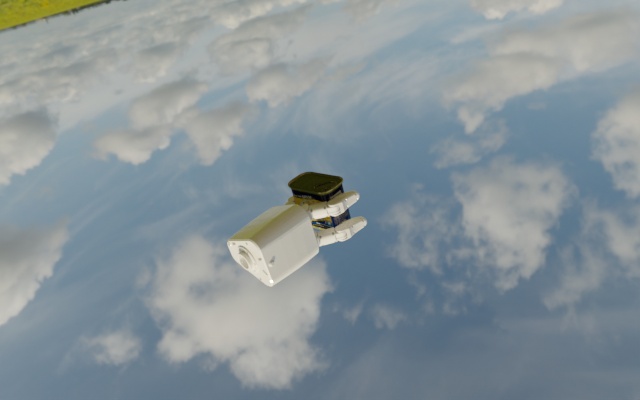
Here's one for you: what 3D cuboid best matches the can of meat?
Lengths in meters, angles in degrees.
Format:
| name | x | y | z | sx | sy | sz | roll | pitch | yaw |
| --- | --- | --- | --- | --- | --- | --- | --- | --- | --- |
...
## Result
| name | x | y | z | sx | sy | sz | roll | pitch | yaw |
| --- | --- | --- | --- | --- | --- | --- | --- | --- | --- |
| can of meat | 0.000 | 0.003 | 0.839 | 0.102 | 0.084 | 0.057 | 12 | 38 | 42 |
